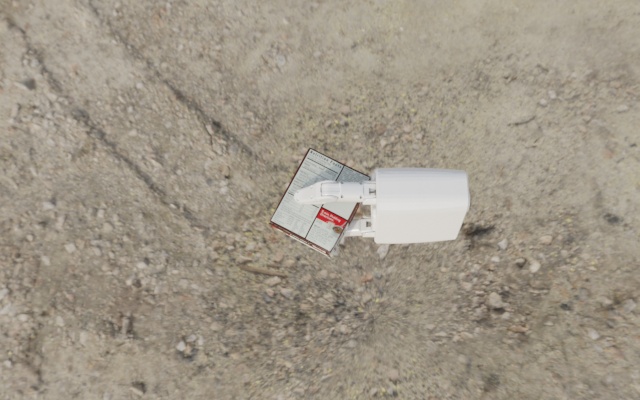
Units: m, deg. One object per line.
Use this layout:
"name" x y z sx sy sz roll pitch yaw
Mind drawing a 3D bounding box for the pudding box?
"pudding box" 0.000 0.002 0.604 0.090 0.113 0.039 27 -11 9
